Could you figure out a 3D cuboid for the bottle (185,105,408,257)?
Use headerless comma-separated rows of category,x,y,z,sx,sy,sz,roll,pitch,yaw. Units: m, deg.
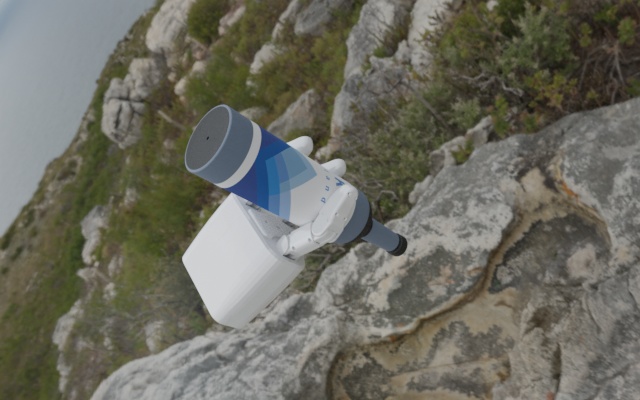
bottle,0.000,0.002,0.508,0.069,0.069,0.296,0,-23,47
